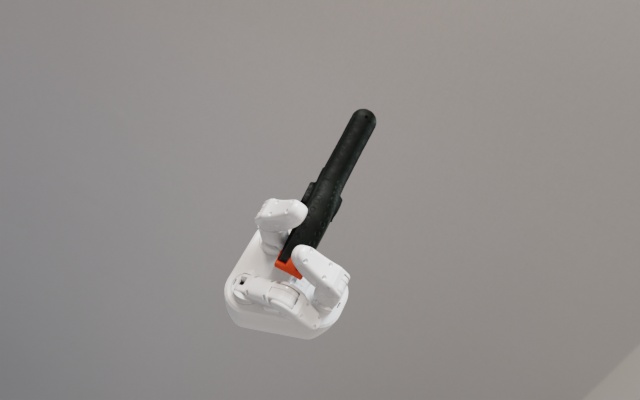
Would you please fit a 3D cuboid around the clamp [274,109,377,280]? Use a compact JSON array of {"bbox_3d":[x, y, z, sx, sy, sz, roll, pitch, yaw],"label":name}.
[{"bbox_3d":[0.001,0.002,0.466,0.039,0.171,0.120,27,-26,3],"label":"clamp"}]
